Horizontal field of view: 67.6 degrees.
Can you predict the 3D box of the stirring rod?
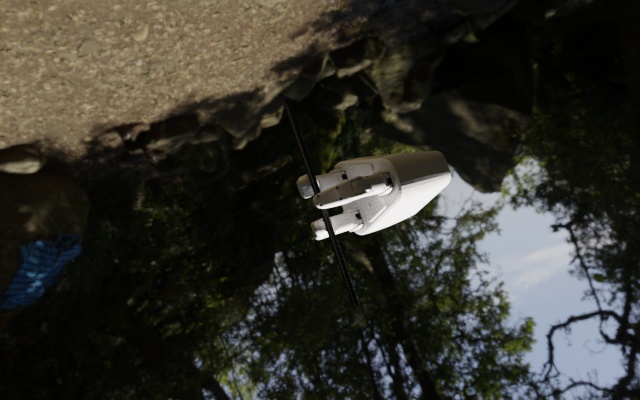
[{"bbox_3d":[0.000,0.002,0.537,0.011,0.239,0.011,-19,-6,-2],"label":"stirring rod"}]
